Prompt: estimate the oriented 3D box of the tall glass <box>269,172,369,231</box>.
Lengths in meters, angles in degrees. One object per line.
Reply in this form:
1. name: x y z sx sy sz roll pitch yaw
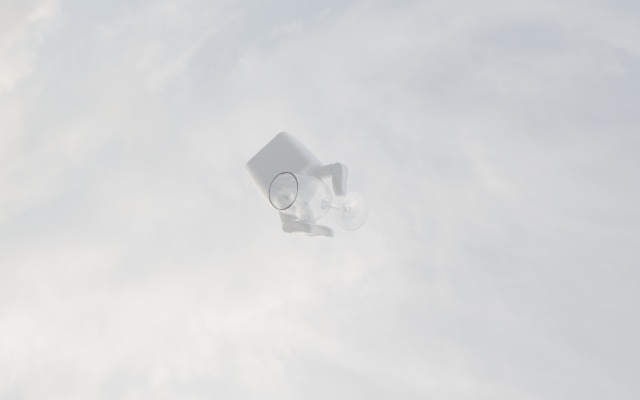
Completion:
1. tall glass: 0.001 0.003 0.826 0.079 0.079 0.201 0 -10 37
